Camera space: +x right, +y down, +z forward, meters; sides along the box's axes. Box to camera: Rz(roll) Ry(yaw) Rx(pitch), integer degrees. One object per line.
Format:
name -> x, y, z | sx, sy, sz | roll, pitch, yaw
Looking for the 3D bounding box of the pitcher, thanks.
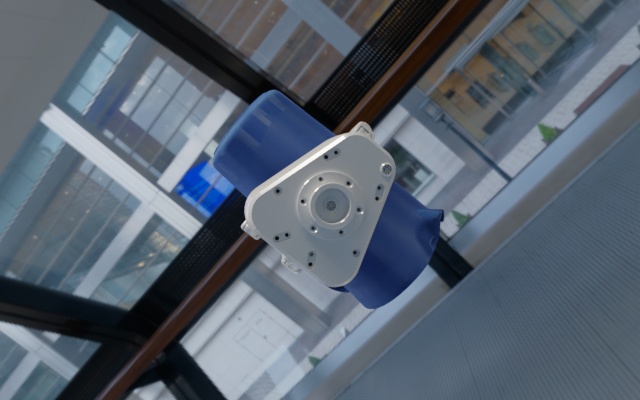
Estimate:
pitcher -> 0.000, 0.002, 0.532 | 0.243, 0.149, 0.145 | 40, -2, -7
